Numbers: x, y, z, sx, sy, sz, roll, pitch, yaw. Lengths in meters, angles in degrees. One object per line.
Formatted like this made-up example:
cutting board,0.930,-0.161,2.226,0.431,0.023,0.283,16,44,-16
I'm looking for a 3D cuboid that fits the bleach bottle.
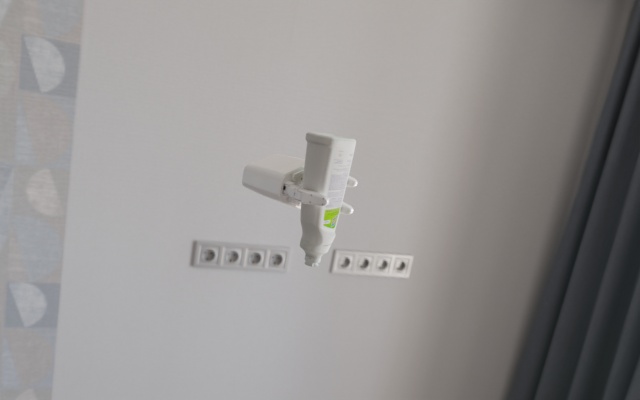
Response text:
bleach bottle,0.000,0.003,0.891,0.068,0.251,0.102,18,13,34
